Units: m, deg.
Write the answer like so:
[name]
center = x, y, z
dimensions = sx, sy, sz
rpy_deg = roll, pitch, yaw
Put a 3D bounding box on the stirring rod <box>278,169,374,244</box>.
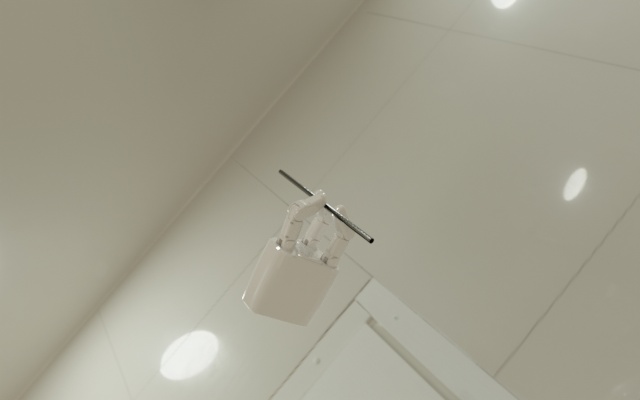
[stirring rod]
center = 0.000, 0.002, 0.707
dimensions = 0.011, 0.011, 0.239
rpy_deg = 0, 25, -38
